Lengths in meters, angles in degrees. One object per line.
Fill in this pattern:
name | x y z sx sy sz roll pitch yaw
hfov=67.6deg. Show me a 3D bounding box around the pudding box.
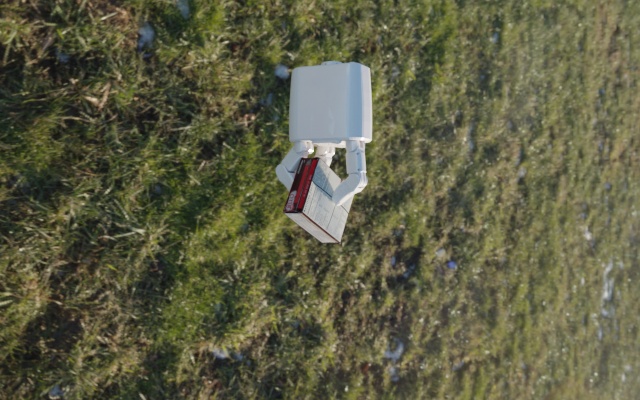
pudding box | 0.000 0.002 0.698 0.039 0.090 0.113 1 -27 37
